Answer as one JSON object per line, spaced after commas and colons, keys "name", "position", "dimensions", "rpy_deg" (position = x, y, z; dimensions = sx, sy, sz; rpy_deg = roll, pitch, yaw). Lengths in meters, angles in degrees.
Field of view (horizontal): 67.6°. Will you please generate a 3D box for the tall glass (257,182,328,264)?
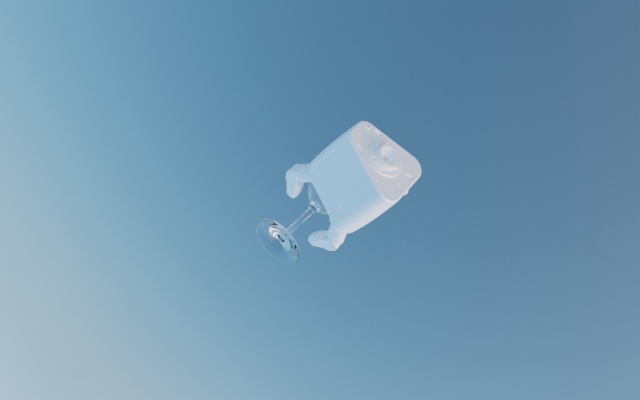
{"name": "tall glass", "position": [0.000, 0.003, 0.703], "dimensions": [0.079, 0.079, 0.201], "rpy_deg": [0, 33, 44]}
